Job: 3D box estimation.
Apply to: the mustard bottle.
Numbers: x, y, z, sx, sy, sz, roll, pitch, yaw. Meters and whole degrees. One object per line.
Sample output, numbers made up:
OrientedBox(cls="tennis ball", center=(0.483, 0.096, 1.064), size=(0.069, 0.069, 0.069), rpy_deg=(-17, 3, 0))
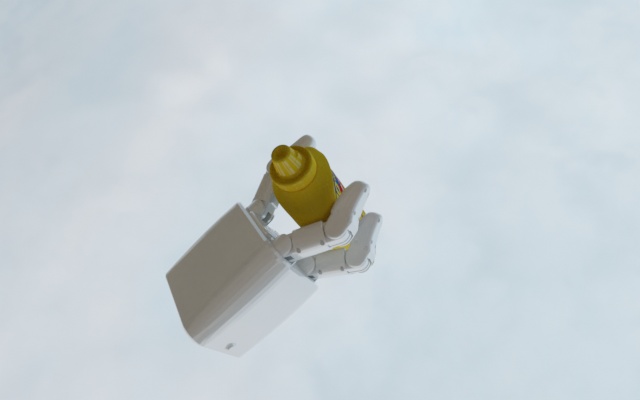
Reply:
OrientedBox(cls="mustard bottle", center=(0.000, 0.001, 0.475), size=(0.058, 0.096, 0.192), rpy_deg=(-23, -32, 12))
